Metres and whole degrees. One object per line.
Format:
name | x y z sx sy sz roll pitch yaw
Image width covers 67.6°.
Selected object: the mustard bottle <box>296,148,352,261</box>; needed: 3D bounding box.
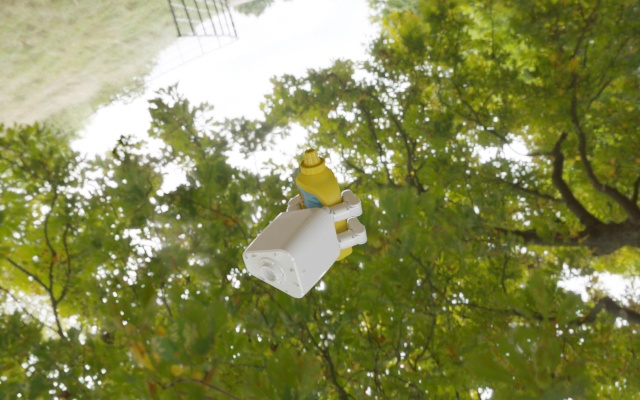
mustard bottle | 0.000 0.003 0.794 0.058 0.192 0.096 -26 34 -21
